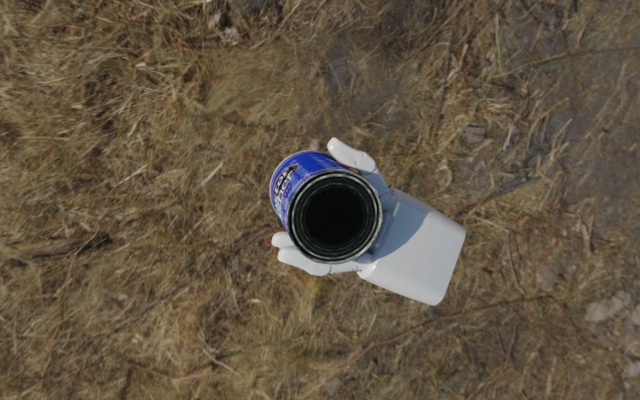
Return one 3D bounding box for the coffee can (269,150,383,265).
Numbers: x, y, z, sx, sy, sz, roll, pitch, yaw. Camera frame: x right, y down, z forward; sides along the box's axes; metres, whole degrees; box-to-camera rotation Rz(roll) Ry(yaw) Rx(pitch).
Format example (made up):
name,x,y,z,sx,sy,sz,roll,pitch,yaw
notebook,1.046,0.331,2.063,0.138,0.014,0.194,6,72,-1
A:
name,x,y,z,sx,sy,sz,roll,pitch,yaw
coffee can,0.000,0.002,0.553,0.103,0.103,0.140,0,14,-13
